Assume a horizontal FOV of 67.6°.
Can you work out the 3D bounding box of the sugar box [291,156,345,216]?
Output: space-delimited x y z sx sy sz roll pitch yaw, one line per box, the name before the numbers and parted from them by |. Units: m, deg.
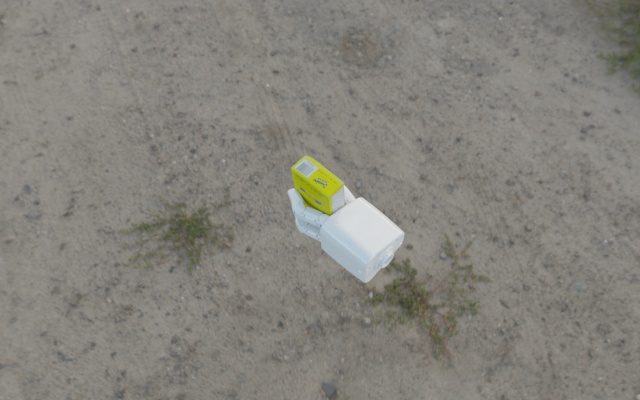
sugar box | 0.000 0.003 0.874 0.093 0.048 0.176 39 -23 25
